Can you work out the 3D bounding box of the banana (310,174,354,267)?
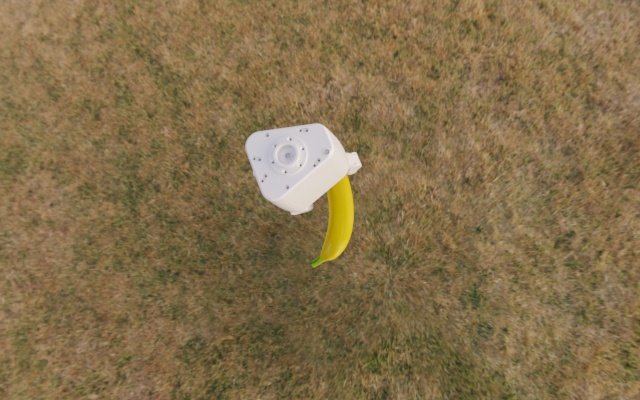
[{"bbox_3d":[0.018,0.006,0.741,0.069,0.198,0.037,1,-4,15],"label":"banana"}]
